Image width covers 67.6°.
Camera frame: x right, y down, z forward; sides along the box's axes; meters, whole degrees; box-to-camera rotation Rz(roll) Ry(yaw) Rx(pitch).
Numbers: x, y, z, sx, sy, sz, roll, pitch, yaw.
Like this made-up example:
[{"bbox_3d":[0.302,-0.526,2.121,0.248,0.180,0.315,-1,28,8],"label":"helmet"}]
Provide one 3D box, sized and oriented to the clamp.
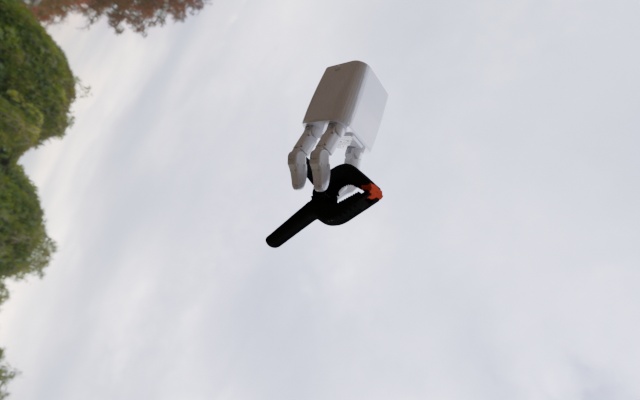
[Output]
[{"bbox_3d":[0.001,0.002,0.709,0.036,0.164,0.210,29,-16,-38],"label":"clamp"}]
